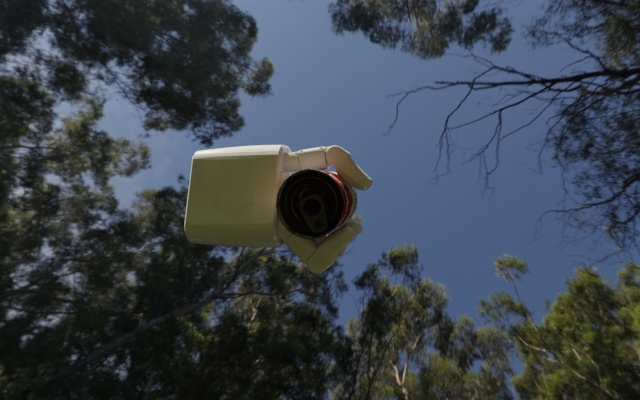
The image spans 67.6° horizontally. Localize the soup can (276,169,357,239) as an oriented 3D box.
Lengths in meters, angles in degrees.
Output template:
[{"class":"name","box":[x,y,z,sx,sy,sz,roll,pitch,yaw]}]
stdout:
[{"class":"soup can","box":[0.001,0.002,0.508,0.068,0.068,0.102,0,2,12]}]
